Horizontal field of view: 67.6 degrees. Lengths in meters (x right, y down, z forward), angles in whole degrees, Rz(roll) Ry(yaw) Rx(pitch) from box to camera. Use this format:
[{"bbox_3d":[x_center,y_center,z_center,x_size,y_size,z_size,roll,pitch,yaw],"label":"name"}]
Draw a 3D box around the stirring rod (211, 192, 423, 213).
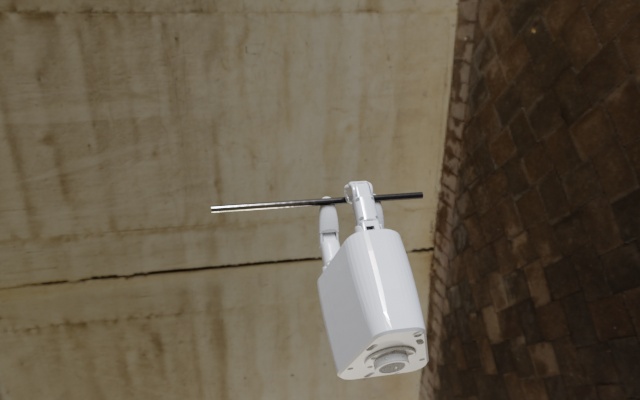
[{"bbox_3d":[0.000,0.002,0.537,0.239,0.011,0.011,-4,1,-9],"label":"stirring rod"}]
